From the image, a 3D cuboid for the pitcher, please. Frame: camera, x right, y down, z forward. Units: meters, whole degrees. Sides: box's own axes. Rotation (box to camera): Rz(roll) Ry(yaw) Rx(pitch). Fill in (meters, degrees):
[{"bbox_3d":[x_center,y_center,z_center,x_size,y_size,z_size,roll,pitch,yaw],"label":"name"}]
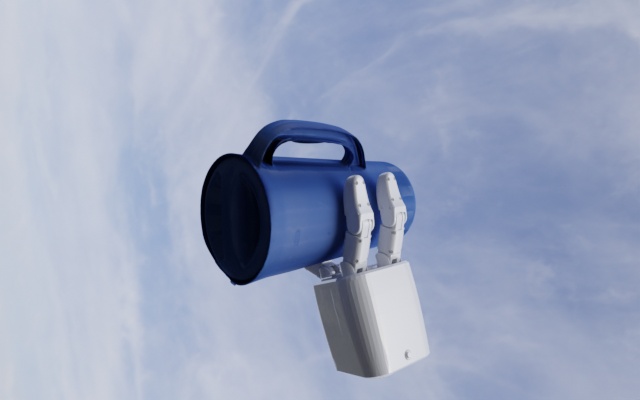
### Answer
[{"bbox_3d":[0.000,0.002,0.546,0.243,0.145,0.149,-6,-12,-41],"label":"pitcher"}]
